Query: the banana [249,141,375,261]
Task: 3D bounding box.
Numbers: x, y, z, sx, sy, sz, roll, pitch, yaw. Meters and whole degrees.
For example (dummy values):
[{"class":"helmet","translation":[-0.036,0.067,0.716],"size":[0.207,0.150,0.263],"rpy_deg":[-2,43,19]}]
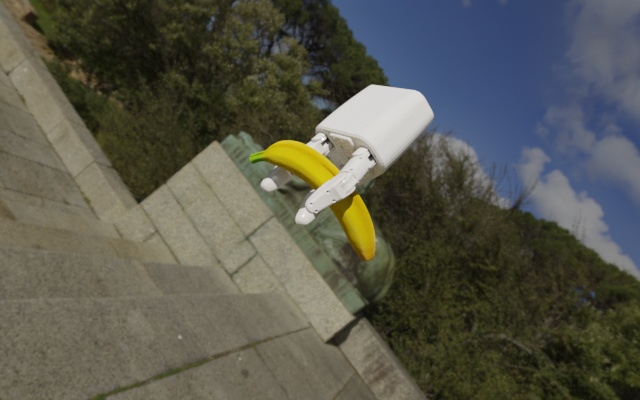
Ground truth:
[{"class":"banana","translation":[0.007,-0.010,0.575],"size":[0.070,0.198,0.037],"rpy_deg":[-46,2,46]}]
